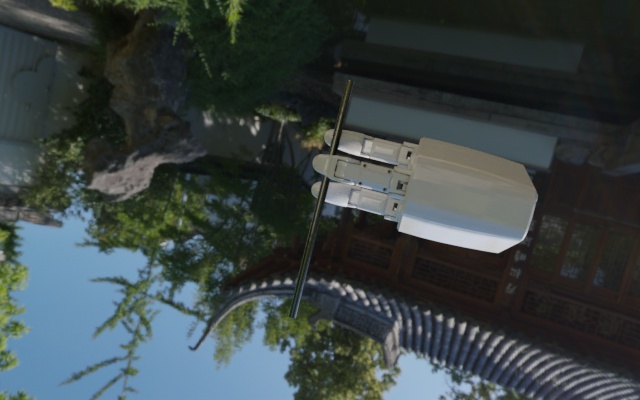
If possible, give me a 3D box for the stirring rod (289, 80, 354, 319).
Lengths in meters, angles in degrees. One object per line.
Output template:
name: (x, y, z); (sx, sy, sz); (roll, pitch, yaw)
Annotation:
stirring rod: (0.000, 0.001, 0.470); (0.011, 0.239, 0.011); (14, 6, -1)
